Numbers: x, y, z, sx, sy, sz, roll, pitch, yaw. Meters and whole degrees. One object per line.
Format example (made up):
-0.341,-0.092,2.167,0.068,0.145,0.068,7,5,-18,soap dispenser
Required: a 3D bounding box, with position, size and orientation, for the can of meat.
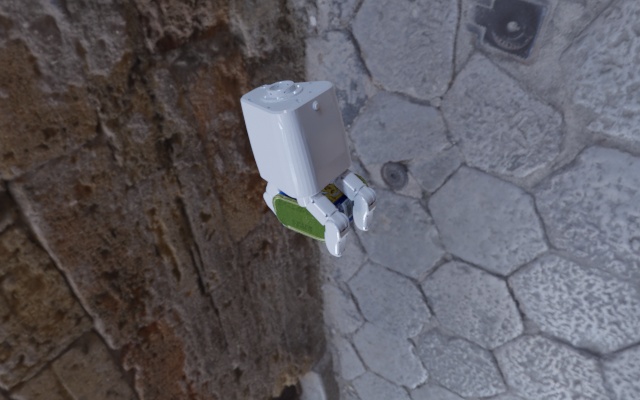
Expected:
0.000,0.002,0.626,0.102,0.057,0.084,18,43,36,can of meat
